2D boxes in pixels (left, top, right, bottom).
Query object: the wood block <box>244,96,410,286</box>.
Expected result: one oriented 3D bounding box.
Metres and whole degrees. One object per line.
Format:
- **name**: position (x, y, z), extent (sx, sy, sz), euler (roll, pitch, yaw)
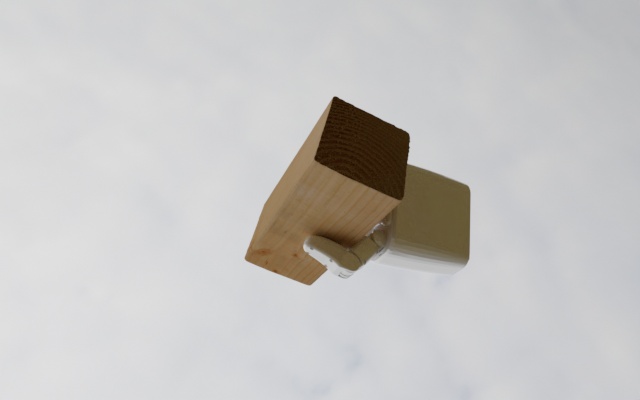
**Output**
- **wood block**: position (0.000, 0.002, 0.515), extent (0.090, 0.090, 0.206), euler (24, -39, -12)
